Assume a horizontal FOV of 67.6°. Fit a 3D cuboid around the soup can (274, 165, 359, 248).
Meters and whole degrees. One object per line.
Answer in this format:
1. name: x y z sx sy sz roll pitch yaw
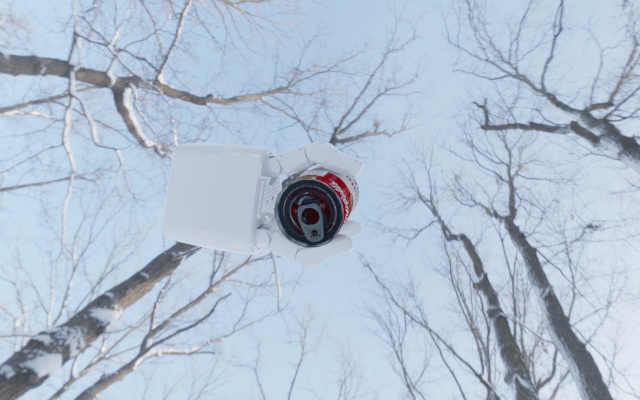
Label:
1. soup can: 0.001 0.002 0.497 0.068 0.068 0.102 0 13 14
